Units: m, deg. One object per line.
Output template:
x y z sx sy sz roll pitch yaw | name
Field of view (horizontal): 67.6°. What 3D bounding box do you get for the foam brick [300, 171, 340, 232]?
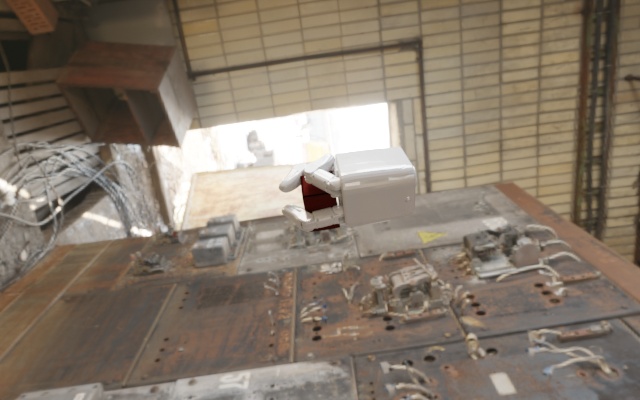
0.000 0.003 0.743 0.051 0.078 0.053 -9 43 0 | foam brick
